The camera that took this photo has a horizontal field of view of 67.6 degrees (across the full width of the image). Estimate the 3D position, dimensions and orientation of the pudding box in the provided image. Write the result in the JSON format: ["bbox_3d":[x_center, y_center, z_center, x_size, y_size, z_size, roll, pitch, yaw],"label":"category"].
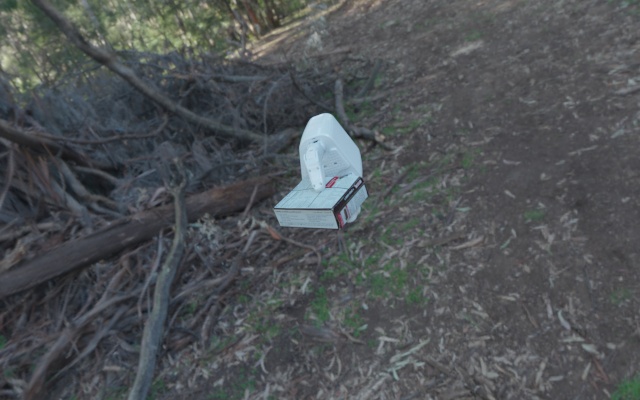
[{"bbox_3d":[0.000,0.002,0.697,0.113,0.039,0.090,-1,33,38],"label":"pudding box"}]
